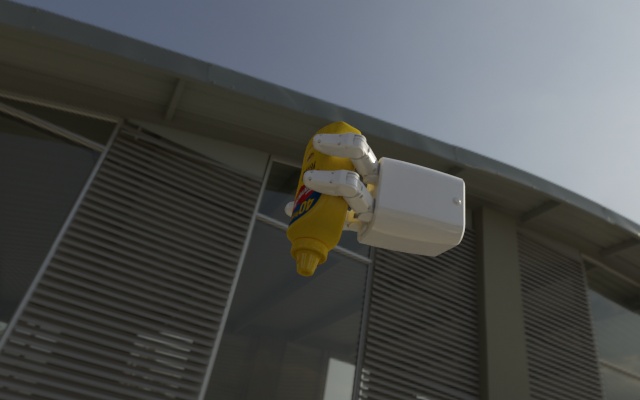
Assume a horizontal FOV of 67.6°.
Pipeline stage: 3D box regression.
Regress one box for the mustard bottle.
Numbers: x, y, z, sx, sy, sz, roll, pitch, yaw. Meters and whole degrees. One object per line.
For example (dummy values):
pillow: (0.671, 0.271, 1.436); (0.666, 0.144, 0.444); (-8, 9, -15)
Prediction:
mustard bottle: (0.000, 0.002, 0.572); (0.058, 0.191, 0.096); (27, -37, -21)
